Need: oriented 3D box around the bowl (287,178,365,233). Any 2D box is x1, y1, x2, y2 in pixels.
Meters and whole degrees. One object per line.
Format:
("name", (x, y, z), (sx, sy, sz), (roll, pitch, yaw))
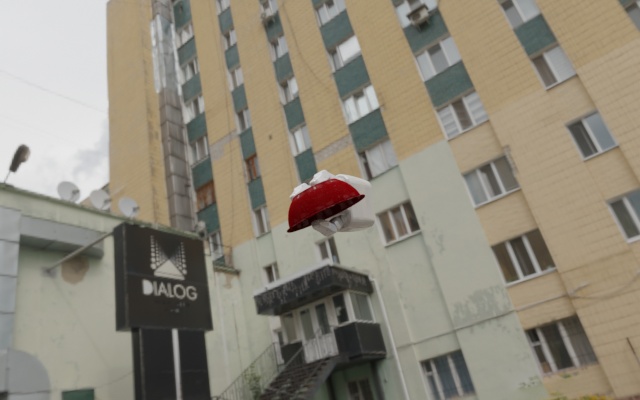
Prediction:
("bowl", (0.000, 0.003, 0.894), (0.162, 0.055, 0.162), (-25, -7, -3))
